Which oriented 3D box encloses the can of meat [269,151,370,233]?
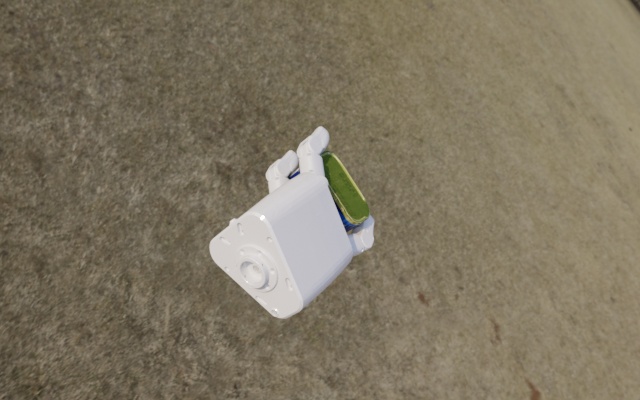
[{"bbox_3d":[0.000,0.002,0.584,0.084,0.102,0.057,-35,-3,37],"label":"can of meat"}]
